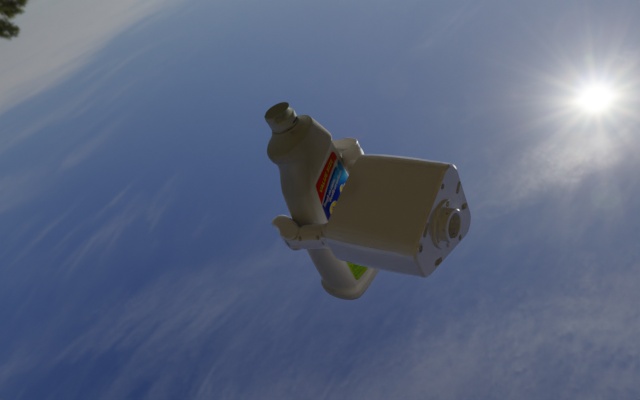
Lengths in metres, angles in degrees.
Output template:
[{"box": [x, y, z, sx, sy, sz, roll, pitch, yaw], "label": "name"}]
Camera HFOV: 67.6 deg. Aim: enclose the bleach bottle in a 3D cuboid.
[{"box": [0.000, 0.002, 0.561, 0.068, 0.251, 0.102, 9, 50, 41], "label": "bleach bottle"}]
